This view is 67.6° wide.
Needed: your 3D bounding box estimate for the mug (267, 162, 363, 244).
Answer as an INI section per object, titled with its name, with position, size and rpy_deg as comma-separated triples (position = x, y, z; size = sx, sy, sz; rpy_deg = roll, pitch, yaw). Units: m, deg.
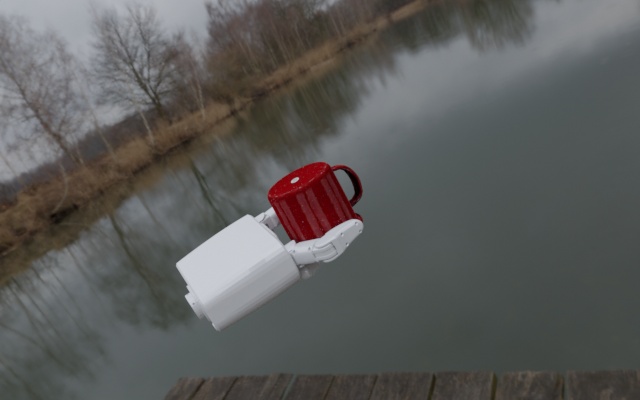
[mug]
position = 0.001, 0.001, 0.561
size = 0.117, 0.081, 0.093
rpy_deg = -35, 20, -19
